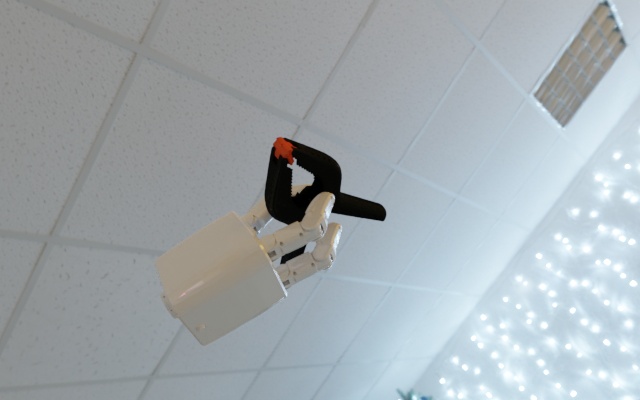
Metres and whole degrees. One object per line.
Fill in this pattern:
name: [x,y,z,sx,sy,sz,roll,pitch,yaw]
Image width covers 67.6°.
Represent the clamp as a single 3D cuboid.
clamp: [-0.001,0.001,0.561,0.164,0.210,0.036,-30,48,-13]
